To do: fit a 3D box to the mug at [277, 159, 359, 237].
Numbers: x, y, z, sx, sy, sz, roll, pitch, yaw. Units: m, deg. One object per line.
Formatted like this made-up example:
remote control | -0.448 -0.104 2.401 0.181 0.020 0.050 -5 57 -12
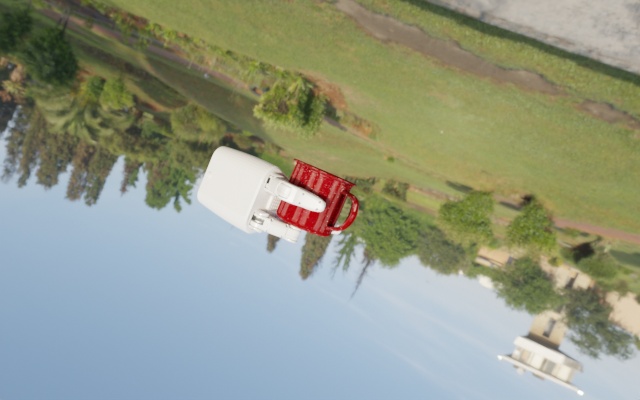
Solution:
mug | 0.001 0.003 0.646 0.117 0.081 0.093 26 5 32
